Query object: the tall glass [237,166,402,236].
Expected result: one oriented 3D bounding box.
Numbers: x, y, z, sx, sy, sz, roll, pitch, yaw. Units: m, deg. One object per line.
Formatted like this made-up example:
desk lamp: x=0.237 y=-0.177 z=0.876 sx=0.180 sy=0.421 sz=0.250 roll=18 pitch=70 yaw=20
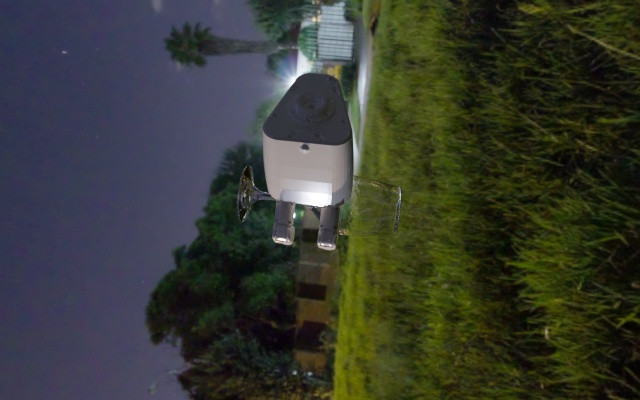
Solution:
tall glass: x=-0.001 y=0.002 z=0.614 sx=0.201 sy=0.079 sz=0.079 roll=6 pitch=0 yaw=4
